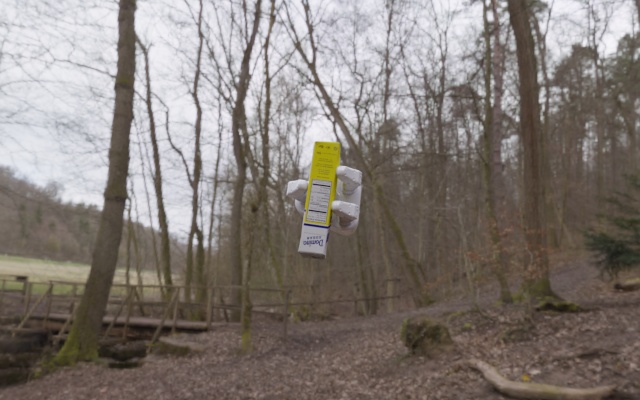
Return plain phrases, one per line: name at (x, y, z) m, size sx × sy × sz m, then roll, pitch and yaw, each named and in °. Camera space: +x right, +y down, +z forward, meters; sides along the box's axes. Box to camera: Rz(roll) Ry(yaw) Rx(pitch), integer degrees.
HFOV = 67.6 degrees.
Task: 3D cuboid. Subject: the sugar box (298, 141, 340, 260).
sugar box at (0.001, 0.002, 0.758) m, size 0.048 × 0.176 × 0.093 m, roll 5°, pitch -11°, yaw 3°
